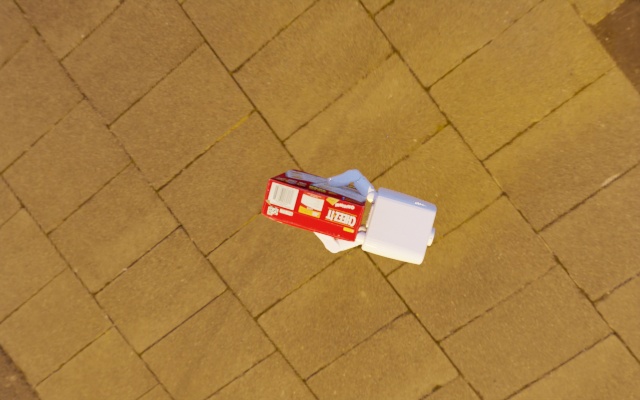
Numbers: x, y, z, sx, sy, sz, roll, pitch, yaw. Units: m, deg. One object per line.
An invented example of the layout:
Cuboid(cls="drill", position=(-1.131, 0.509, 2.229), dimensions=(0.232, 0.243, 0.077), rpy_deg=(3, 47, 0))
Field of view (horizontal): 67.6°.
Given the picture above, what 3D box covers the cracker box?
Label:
Cuboid(cls="cracker box", position=(0.000, 0.003, 0.869), dimensions=(0.164, 0.072, 0.213), rpy_deg=(16, 9, 5))
